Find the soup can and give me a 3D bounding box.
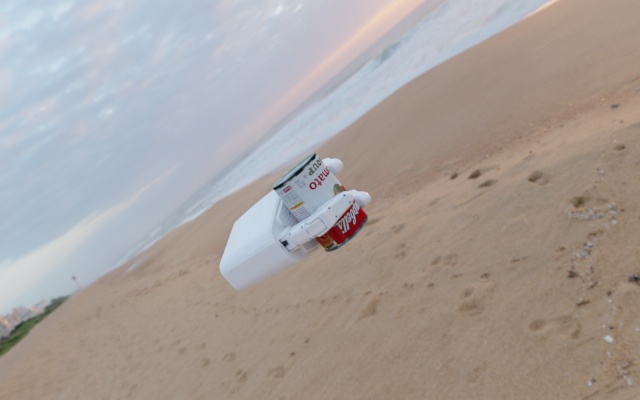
[{"bbox_3d":[0.000,0.001,0.574,0.068,0.102,0.068,-38,11,9],"label":"soup can"}]
